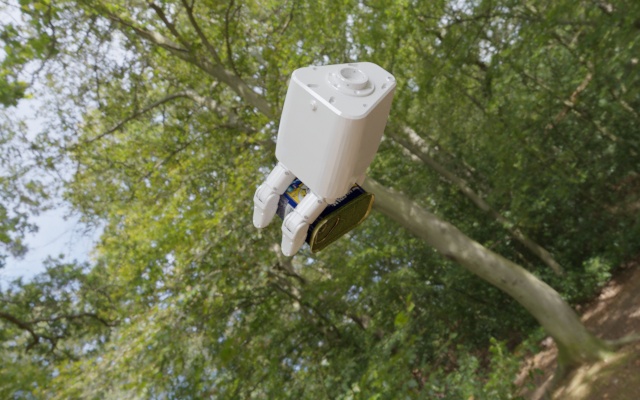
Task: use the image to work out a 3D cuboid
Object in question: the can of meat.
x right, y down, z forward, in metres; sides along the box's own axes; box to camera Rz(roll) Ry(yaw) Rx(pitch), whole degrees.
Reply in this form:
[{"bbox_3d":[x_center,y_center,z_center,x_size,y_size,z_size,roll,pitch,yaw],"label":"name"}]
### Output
[{"bbox_3d":[0.000,0.002,0.581,0.102,0.057,0.084,-31,61,-33],"label":"can of meat"}]
